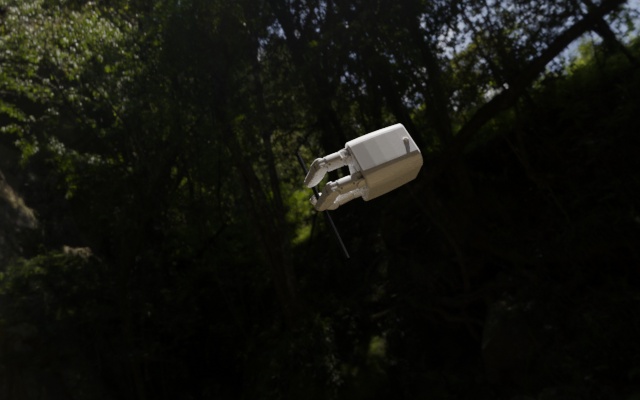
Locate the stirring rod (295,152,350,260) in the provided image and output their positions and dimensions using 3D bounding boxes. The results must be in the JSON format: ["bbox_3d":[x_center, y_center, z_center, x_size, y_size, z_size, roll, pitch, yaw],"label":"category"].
[{"bbox_3d":[0.000,0.003,0.838,0.011,0.239,0.011,-18,-32,-12],"label":"stirring rod"}]
